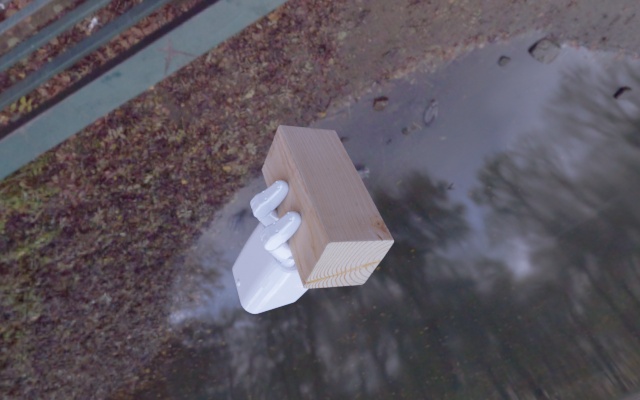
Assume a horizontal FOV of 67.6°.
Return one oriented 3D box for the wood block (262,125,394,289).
[{"bbox_3d":[0.000,0.002,0.625,0.091,0.206,0.090,1,-45,-29],"label":"wood block"}]
